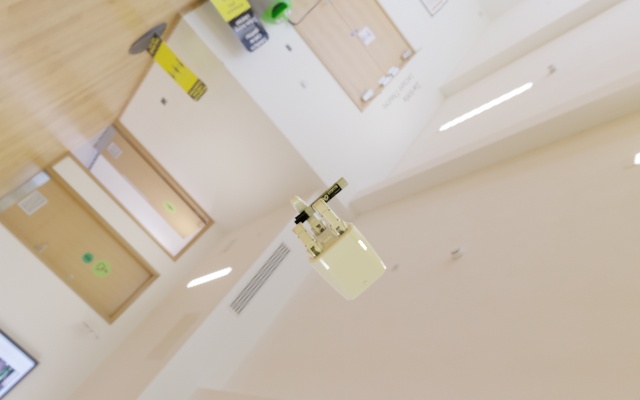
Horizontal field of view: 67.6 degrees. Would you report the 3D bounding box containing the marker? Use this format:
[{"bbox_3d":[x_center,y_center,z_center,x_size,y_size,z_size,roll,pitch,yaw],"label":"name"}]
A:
[{"bbox_3d":[0.000,0.003,0.871,0.121,0.020,0.020,-41,-1,1],"label":"marker"}]
